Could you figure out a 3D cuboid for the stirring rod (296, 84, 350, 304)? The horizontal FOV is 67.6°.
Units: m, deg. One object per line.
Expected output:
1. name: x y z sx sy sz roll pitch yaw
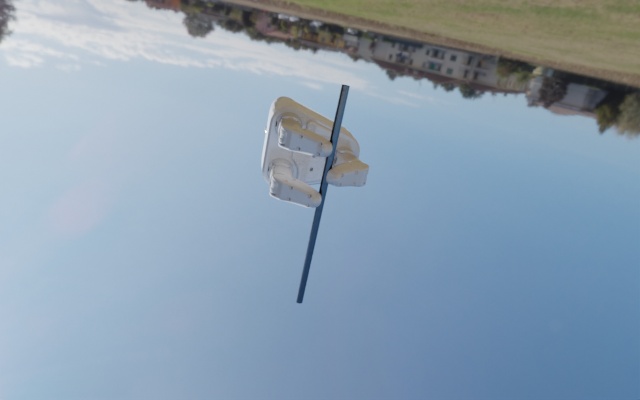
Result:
1. stirring rod: 0.000 0.002 0.493 0.011 0.240 0.011 11 19 -4
